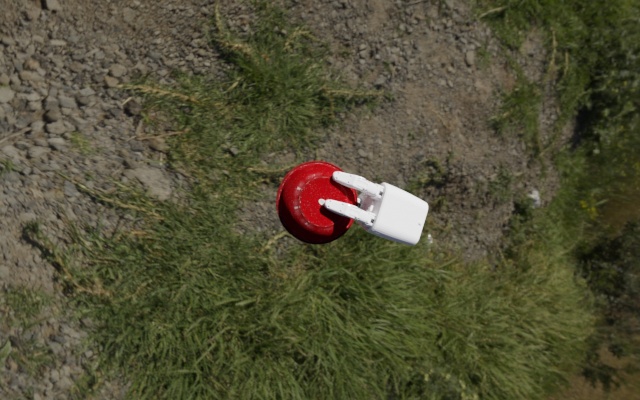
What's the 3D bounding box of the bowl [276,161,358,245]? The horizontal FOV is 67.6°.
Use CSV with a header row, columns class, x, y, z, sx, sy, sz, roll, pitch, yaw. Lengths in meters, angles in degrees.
class,x,y,z,sx,sy,sz,roll,pitch,yaw
bowl,-0.001,0.003,0.895,0.162,0.162,0.055,0,-2,-12
